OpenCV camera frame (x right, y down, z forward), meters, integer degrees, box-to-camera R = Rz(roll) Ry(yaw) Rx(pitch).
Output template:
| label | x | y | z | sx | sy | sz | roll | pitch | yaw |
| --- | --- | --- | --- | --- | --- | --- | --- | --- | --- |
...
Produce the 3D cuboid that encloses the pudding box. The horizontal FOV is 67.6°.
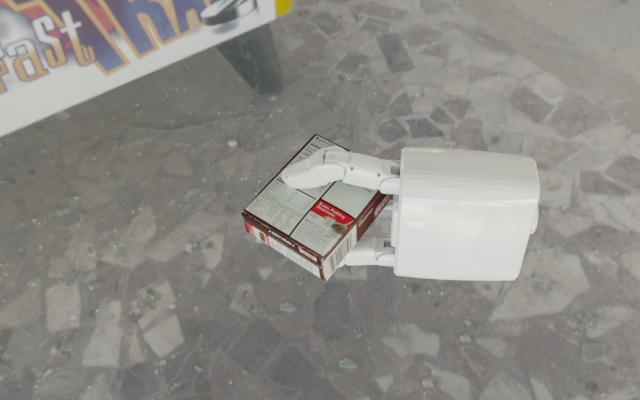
| label | x | y | z | sx | sy | sz | roll | pitch | yaw |
| --- | --- | --- | --- | --- | --- | --- | --- | --- | --- |
| pudding box | 0.000 | 0.001 | 0.425 | 0.090 | 0.113 | 0.039 | 29 | -31 | 23 |
